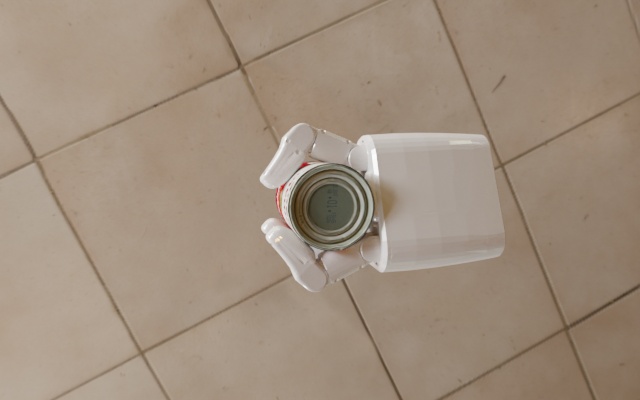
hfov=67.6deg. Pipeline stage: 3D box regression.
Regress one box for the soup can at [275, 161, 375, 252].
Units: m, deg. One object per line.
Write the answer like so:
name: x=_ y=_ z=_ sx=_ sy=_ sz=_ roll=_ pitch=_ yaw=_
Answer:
soup can: x=0.000 y=0.001 z=0.401 sx=0.068 sy=0.068 sz=0.102 roll=0 pitch=5 yaw=-10
